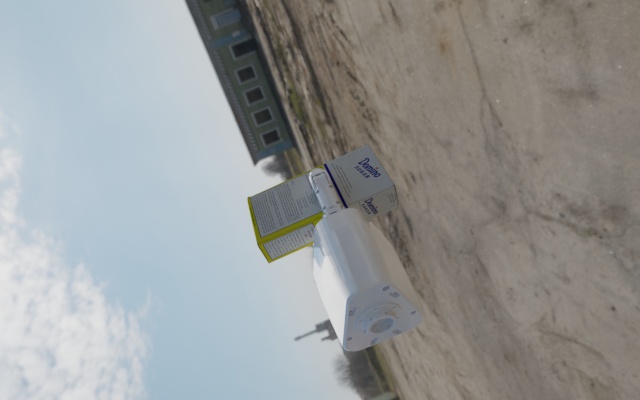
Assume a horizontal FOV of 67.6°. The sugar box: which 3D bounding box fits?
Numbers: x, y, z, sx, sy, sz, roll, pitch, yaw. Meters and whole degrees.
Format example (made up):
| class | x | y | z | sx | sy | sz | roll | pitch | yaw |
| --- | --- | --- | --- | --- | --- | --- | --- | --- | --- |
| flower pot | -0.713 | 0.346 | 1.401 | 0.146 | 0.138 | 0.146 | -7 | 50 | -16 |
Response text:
| class | x | y | z | sx | sy | sz | roll | pitch | yaw |
| --- | --- | --- | --- | --- | --- | --- | --- | --- | --- |
| sugar box | 0.000 | 0.002 | 0.599 | 0.176 | 0.048 | 0.093 | -21 | 43 | -1 |
